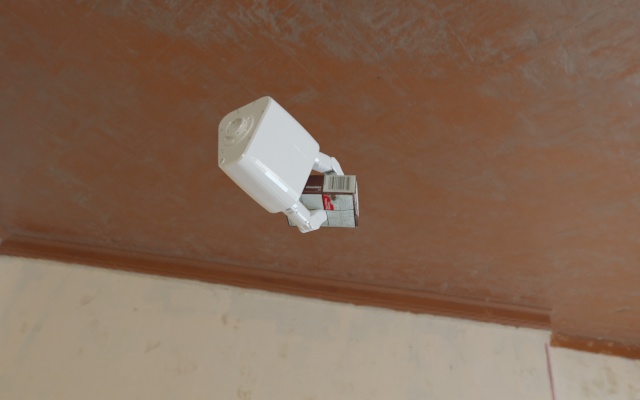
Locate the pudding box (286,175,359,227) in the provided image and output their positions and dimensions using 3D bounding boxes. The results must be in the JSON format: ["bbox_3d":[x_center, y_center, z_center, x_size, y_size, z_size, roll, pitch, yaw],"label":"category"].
[{"bbox_3d":[0.000,0.002,0.725,0.113,0.039,0.090,2,-36,9],"label":"pudding box"}]
